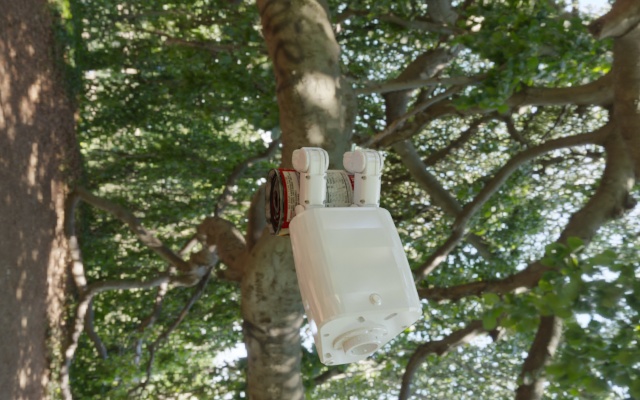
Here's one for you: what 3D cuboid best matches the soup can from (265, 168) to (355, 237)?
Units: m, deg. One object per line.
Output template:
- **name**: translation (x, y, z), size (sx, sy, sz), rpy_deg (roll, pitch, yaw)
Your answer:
- **soup can**: translation (0.000, 0.001, 0.487), size (0.102, 0.068, 0.068), rpy_deg (0, 0, -19)
